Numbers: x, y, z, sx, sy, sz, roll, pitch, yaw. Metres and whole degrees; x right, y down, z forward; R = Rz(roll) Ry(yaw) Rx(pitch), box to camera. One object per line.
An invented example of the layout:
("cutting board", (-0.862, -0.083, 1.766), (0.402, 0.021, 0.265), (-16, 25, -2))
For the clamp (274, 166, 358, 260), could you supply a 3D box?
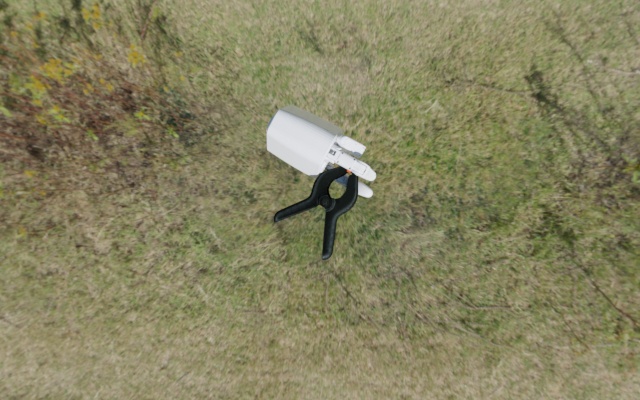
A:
("clamp", (0.000, 0.003, 0.819), (0.120, 0.171, 0.039), (28, 2, 2))
